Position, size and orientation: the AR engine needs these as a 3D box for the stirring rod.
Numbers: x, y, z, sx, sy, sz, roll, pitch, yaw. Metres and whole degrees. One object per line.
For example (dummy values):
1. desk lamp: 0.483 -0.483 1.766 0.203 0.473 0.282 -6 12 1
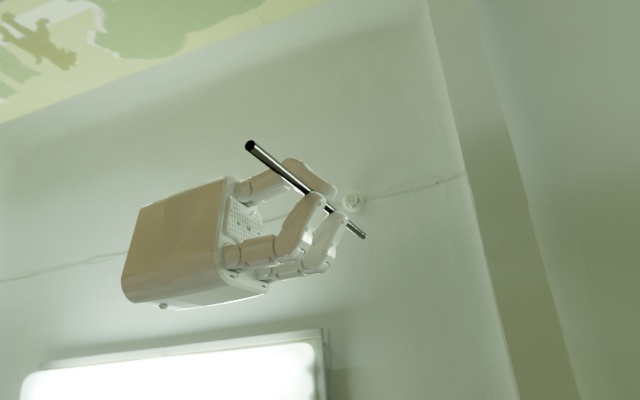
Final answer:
1. stirring rod: 0.000 0.001 0.416 0.011 0.011 0.240 0 -18 24
